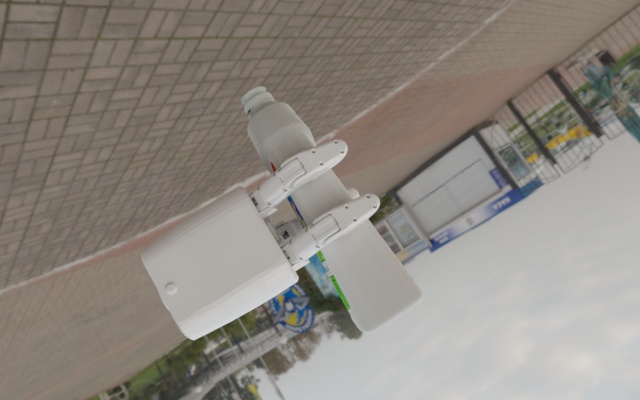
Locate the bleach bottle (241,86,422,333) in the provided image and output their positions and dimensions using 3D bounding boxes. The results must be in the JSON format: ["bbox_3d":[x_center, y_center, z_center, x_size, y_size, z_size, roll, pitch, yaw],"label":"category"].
[{"bbox_3d":[0.000,0.002,0.463,0.068,0.251,0.102,-32,-9,-4],"label":"bleach bottle"}]
